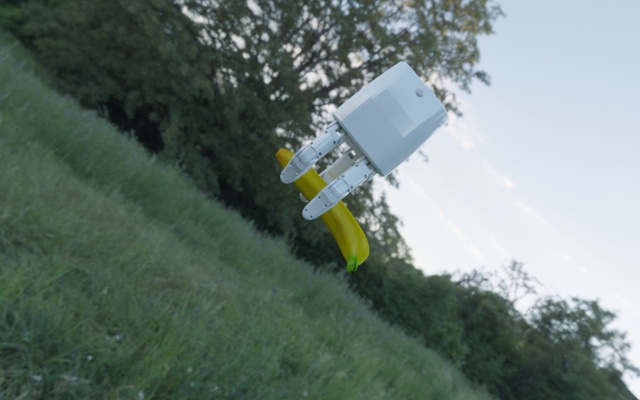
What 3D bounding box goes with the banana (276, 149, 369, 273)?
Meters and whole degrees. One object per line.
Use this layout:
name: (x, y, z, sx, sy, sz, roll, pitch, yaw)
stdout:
banana: (0.009, 0.010, 0.609, 0.037, 0.197, 0.070, -39, -28, 8)
